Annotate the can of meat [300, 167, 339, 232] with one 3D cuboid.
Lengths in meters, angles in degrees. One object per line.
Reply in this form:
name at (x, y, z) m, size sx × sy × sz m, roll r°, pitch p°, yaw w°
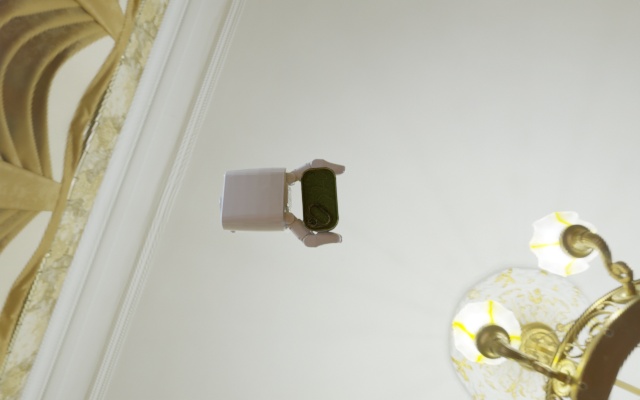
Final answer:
can of meat at (0.000, 0.003, 0.794) m, size 0.057 × 0.102 × 0.084 m, roll -4°, pitch -7°, yaw 2°
